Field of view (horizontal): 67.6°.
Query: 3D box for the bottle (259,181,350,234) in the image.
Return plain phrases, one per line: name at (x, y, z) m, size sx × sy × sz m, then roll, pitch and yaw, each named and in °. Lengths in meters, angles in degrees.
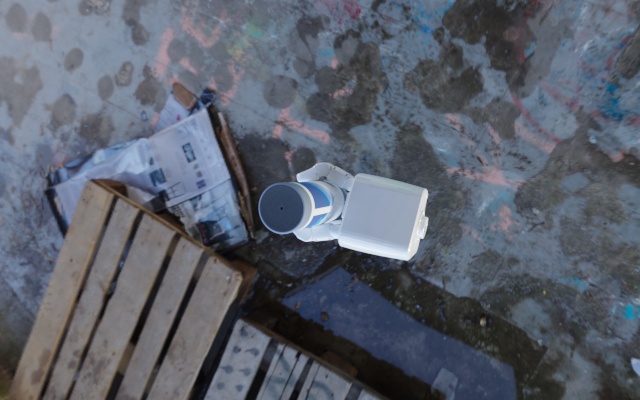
bottle at (0.000, 0.002, 0.752) m, size 0.069 × 0.069 × 0.295 m, roll 0°, pitch 3°, yaw 20°
